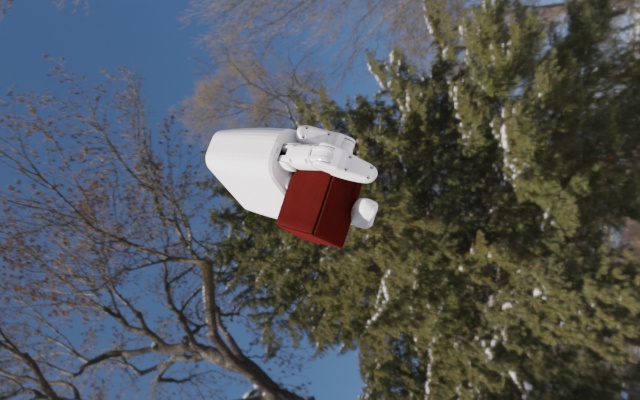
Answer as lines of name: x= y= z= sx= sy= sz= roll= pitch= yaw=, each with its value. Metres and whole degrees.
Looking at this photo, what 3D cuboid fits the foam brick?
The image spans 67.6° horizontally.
foam brick: x=0.000 y=0.002 z=0.475 sx=0.051 sy=0.078 sz=0.053 roll=9 pitch=-16 yaw=37
